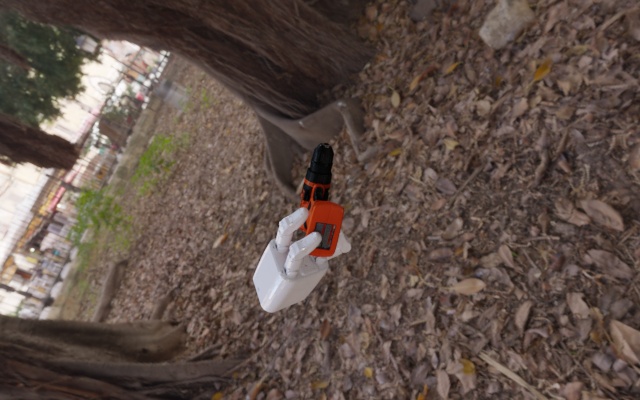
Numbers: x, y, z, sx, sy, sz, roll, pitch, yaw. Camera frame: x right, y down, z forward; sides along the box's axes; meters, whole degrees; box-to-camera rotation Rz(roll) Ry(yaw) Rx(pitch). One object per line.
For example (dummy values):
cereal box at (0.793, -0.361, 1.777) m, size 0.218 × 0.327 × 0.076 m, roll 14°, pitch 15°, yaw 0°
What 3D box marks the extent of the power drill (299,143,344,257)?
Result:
power drill at (0.000, 0.003, 0.876) m, size 0.057 × 0.184 × 0.187 m, roll 7°, pitch 22°, yaw -9°
